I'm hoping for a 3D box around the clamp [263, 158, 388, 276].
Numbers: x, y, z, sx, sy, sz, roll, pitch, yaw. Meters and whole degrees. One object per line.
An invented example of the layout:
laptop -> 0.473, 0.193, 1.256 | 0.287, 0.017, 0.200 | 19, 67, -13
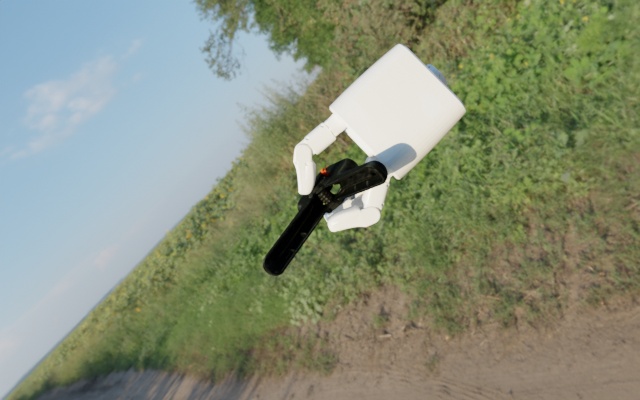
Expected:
clamp -> 0.000, 0.001, 0.564 | 0.164, 0.036, 0.210 | -43, 10, 7
